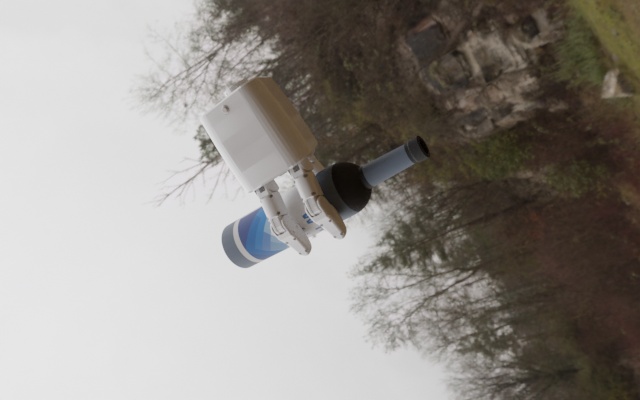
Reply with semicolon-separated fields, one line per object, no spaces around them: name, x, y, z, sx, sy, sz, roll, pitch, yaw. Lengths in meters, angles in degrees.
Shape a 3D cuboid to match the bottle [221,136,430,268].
bottle;0.000;0.002;0.594;0.296;0.069;0.069;-29;-15;29
